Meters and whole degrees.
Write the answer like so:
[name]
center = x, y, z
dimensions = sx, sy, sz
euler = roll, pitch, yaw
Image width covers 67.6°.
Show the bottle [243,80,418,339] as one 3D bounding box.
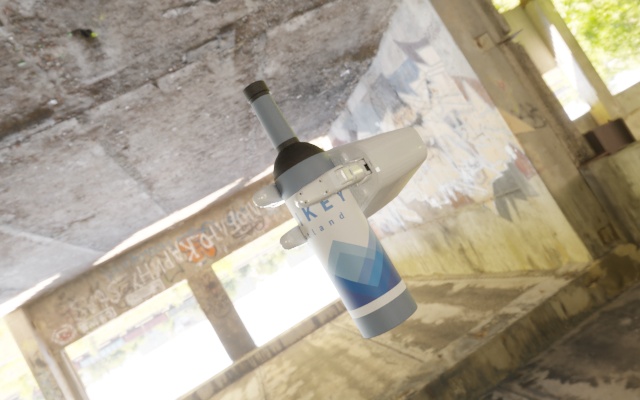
[bottle]
center = 0.000, 0.002, 0.515
dimensions = 0.069, 0.295, 0.069
euler = -30, -4, -2
